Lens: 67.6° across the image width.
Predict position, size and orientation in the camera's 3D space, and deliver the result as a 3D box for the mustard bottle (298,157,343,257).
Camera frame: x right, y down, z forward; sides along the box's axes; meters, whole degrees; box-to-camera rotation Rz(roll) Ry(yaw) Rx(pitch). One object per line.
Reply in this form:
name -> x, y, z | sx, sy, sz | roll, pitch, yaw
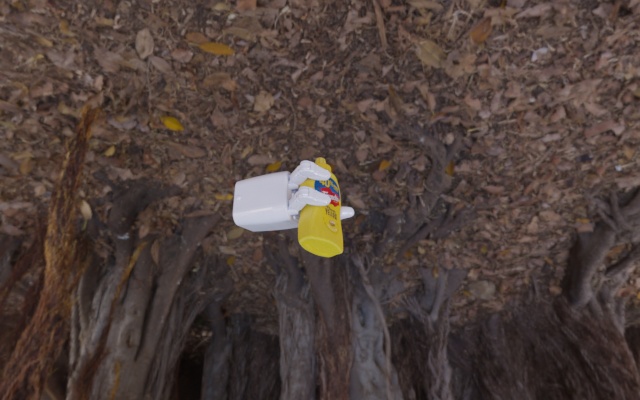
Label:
mustard bottle -> 0.000, 0.003, 0.891 | 0.058, 0.191, 0.096 | -24, -37, 34
